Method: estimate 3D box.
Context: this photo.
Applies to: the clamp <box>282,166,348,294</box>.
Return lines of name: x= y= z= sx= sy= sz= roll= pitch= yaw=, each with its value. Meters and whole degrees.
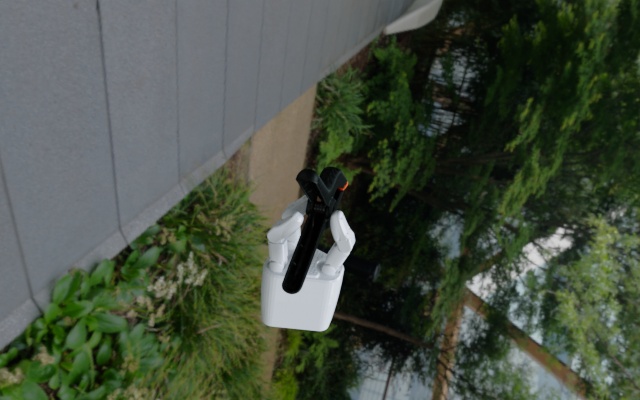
clamp: x=0.001 y=0.002 z=0.637 sx=0.036 sy=0.165 sz=0.210 roll=15 pitch=32 yaw=11
